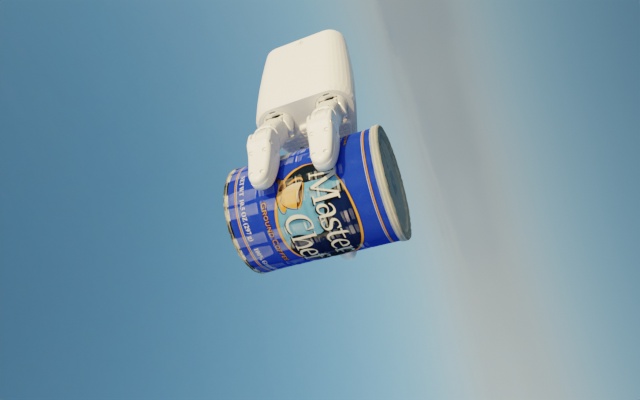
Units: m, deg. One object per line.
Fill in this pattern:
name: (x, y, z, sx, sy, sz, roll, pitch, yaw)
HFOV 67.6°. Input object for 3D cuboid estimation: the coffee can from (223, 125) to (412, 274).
coffee can: (0.000, 0.002, 0.430, 0.140, 0.103, 0.103, -15, -5, 17)
